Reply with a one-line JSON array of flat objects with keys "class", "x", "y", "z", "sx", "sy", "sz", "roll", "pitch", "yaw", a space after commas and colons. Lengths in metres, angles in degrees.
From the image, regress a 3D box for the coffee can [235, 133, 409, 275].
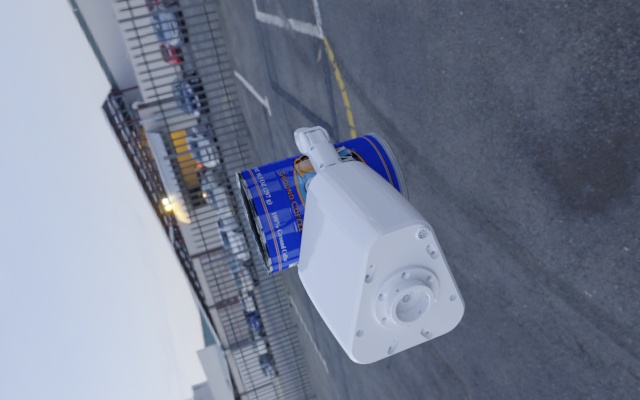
[{"class": "coffee can", "x": 0.000, "y": 0.001, "z": 0.465, "sx": 0.140, "sy": 0.103, "sz": 0.103, "roll": -17, "pitch": 4, "yaw": -13}]
